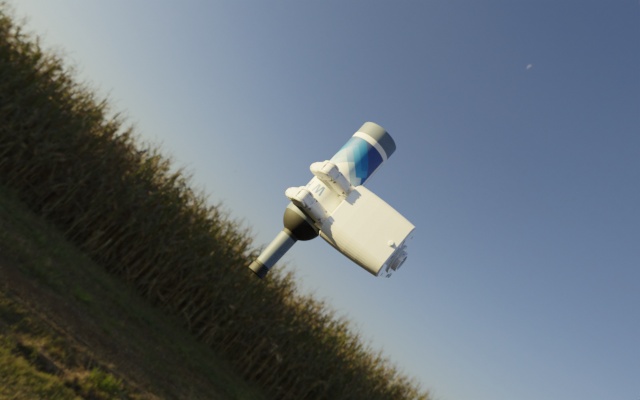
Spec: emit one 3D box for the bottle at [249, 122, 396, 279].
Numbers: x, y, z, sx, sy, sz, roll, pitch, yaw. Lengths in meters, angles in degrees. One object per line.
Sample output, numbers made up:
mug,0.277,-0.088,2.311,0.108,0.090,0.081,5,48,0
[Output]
bottle,0.000,0.002,0.740,0.069,0.295,0.069,40,-14,12
